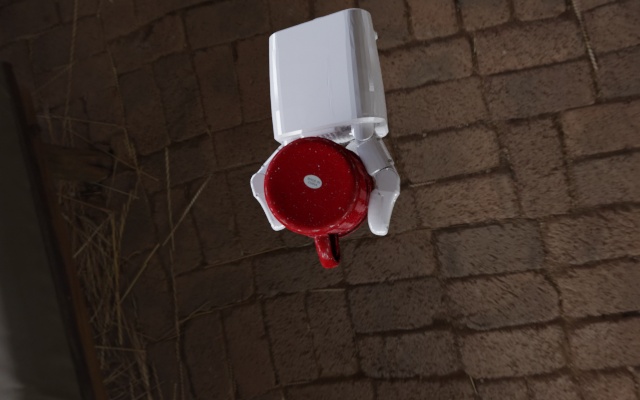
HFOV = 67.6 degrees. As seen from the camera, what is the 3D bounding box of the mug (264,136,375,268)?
[{"bbox_3d":[0.000,0.003,0.422,0.093,0.117,0.081,-7,-4,10],"label":"mug"}]
